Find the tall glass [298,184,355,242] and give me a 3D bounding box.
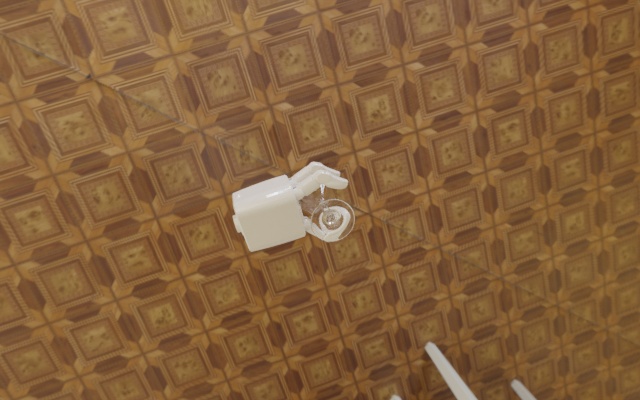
[{"bbox_3d":[0.000,0.003,0.871,0.079,0.079,0.201,0,18,-12],"label":"tall glass"}]
